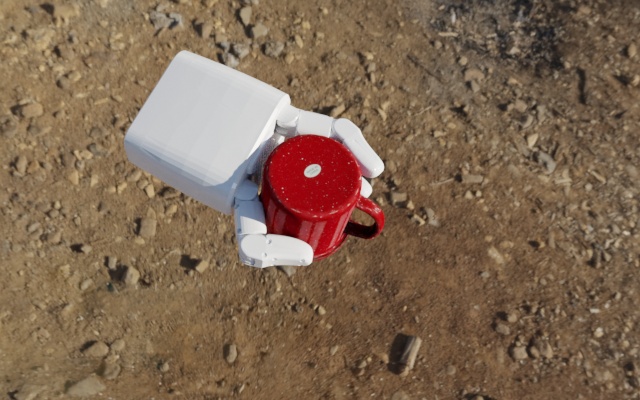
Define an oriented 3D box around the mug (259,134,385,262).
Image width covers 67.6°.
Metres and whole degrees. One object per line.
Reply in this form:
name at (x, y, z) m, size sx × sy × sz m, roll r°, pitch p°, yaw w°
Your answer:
mug at (0.001, 0.002, 0.416) m, size 0.117 × 0.093 × 0.081 m, roll 25°, pitch -28°, yaw 4°
